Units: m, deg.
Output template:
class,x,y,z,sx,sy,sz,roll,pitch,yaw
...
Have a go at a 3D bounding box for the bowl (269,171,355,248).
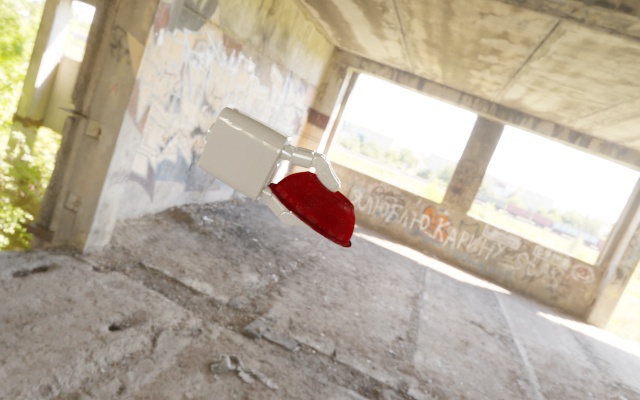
class,x,y,z,sx,sy,sz,roll,pitch,yaw
bowl,0.001,0.003,0.746,0.162,0.055,0.162,37,8,-6
